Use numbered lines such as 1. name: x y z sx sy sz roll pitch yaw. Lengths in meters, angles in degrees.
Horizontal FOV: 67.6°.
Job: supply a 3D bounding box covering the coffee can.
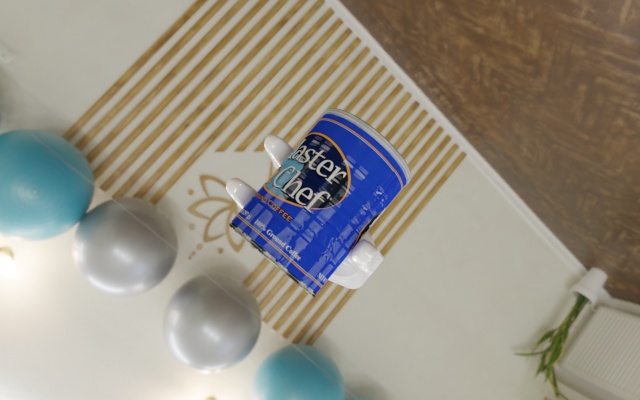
1. coffee can: 0.000 0.001 0.439 0.103 0.140 0.103 39 -9 7
